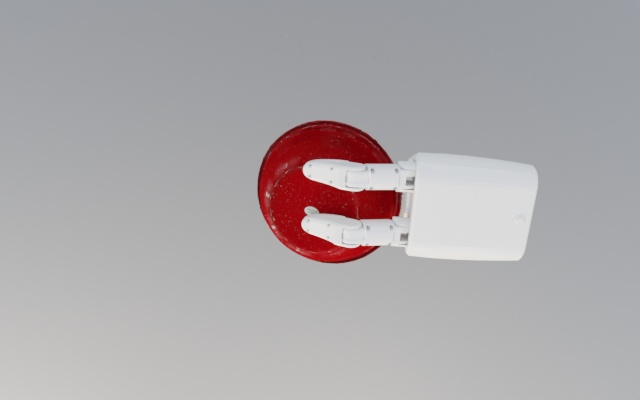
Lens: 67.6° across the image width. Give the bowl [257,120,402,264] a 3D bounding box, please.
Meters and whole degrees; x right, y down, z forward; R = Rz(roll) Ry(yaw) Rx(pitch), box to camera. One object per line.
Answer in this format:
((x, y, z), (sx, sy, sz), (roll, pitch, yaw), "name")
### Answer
((-0.001, 0.002, 0.494), (0.162, 0.162, 0.055), (0, 18, 16), "bowl")
